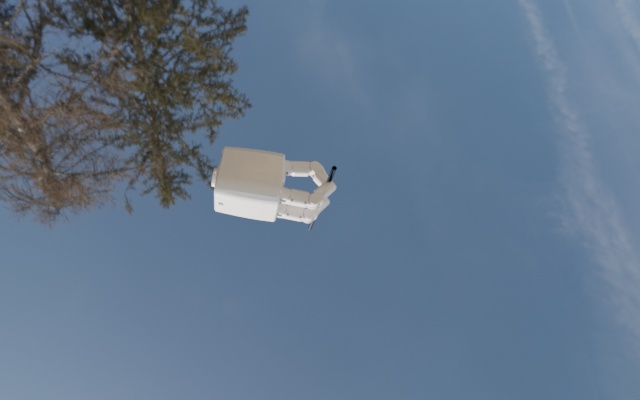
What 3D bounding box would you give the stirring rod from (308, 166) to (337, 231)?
[{"bbox_3d":[0.000,0.003,0.870,0.011,0.011,0.240,0,-27,-12],"label":"stirring rod"}]
